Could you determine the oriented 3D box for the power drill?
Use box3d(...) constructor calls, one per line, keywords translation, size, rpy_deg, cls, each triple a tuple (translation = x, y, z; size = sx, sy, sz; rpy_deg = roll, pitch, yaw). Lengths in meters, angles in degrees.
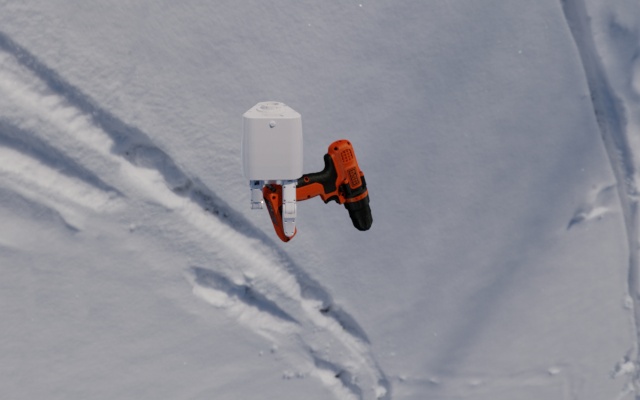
box3d(translation=(0.000, 0.003, 0.868), size=(0.187, 0.184, 0.057), rpy_deg=(-26, 21, -18), cls="power drill")
